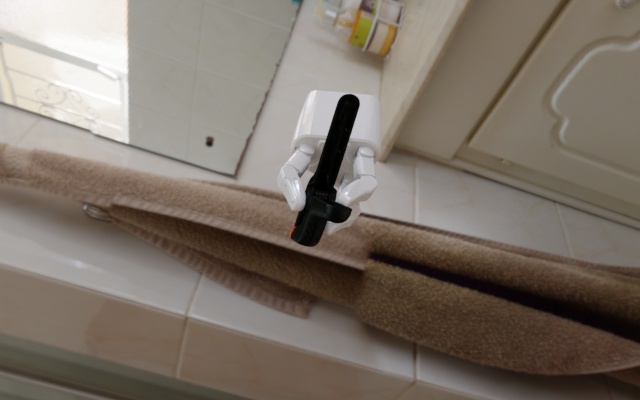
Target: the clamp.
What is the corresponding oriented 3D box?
[{"bbox_3d":[-0.001,0.002,0.562,0.036,0.164,0.210,15,-42,-10],"label":"clamp"}]
